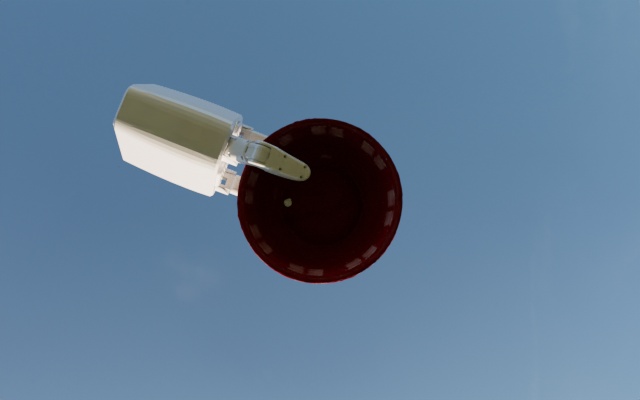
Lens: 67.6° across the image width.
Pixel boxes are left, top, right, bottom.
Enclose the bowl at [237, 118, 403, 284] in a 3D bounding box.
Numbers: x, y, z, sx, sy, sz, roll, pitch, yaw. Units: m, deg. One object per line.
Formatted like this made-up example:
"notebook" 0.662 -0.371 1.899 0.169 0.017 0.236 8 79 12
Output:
"bowl" 0.001 0.002 0.487 0.162 0.162 0.055 0 -6 3
